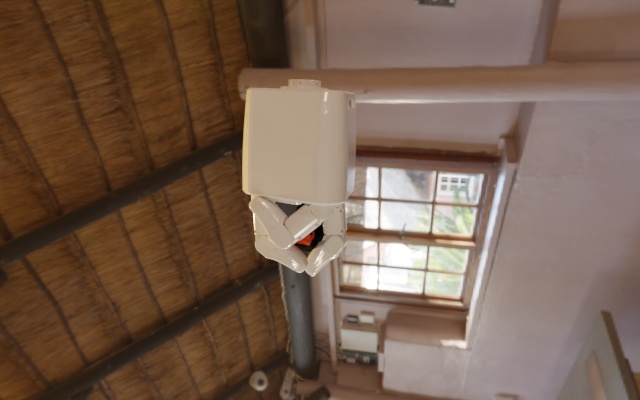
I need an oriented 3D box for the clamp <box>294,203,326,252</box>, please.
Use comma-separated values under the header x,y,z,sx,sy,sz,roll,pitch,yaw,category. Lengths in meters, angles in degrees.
x,y,z,sx,sy,sz,roll,pitch,yaw,category
-0.001,0.002,0.575,0.039,0.120,0.171,5,12,11,clamp
